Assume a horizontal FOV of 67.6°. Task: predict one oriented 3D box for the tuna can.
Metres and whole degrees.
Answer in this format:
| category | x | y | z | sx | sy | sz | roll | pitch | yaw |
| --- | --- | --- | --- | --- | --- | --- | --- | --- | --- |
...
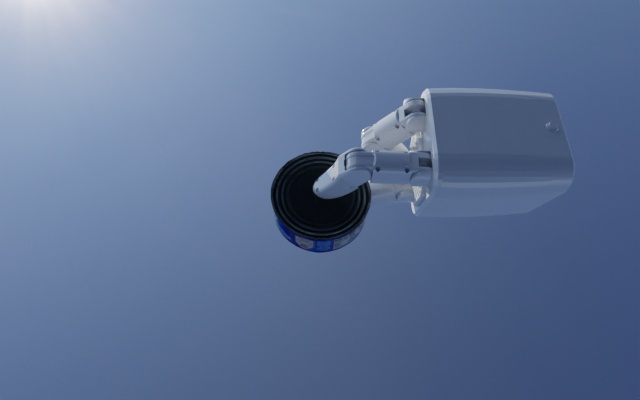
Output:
| category | x | y | z | sx | sy | sz | roll | pitch | yaw |
| --- | --- | --- | --- | --- | --- | --- | --- | --- | --- |
| tuna can | 0.000 | 0.002 | 0.420 | 0.086 | 0.086 | 0.034 | 0 | -28 | -2 |
